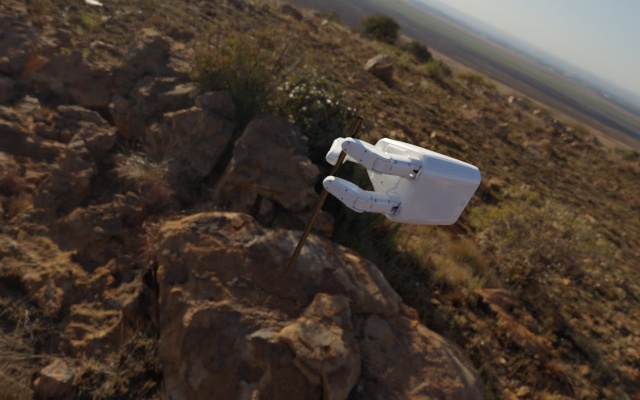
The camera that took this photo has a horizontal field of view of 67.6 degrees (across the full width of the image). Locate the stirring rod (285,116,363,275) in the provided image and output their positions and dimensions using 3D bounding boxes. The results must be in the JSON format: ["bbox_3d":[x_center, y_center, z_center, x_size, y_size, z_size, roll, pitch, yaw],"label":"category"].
[{"bbox_3d":[0.000,0.002,0.608,0.011,0.240,0.011,20,27,-10],"label":"stirring rod"}]
